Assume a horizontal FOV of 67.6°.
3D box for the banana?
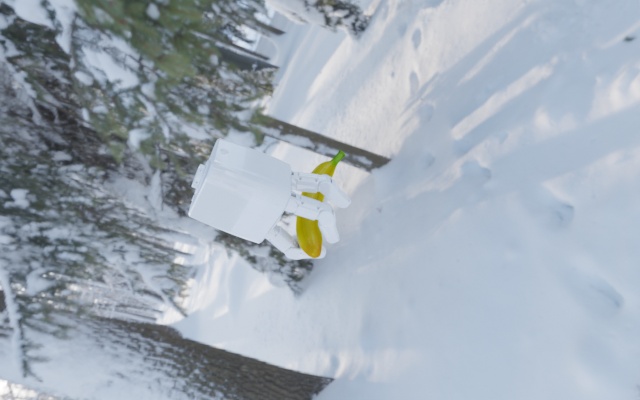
[{"bbox_3d":[-0.009,0.008,0.712,0.037,0.197,0.070,27,-39,-18],"label":"banana"}]
